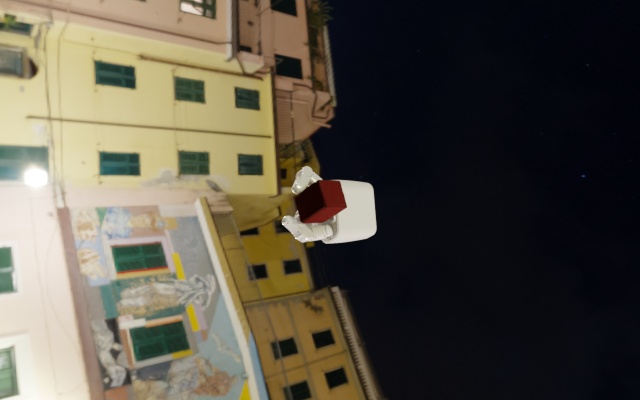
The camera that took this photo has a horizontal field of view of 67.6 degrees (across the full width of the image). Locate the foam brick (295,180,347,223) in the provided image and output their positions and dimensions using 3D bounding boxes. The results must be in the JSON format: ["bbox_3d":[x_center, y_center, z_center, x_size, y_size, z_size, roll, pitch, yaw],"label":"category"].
[{"bbox_3d":[0.000,0.003,0.840,0.051,0.053,0.078,1,-23,-38],"label":"foam brick"}]
